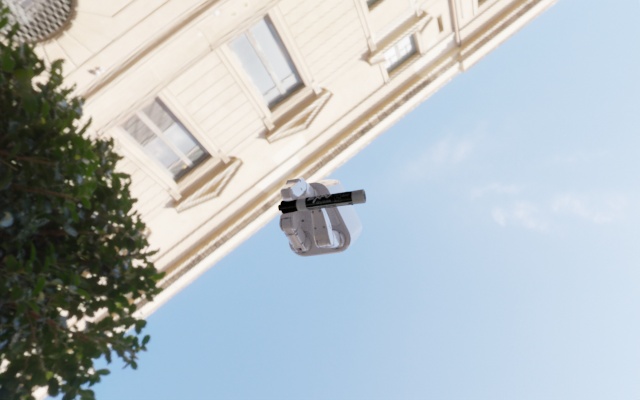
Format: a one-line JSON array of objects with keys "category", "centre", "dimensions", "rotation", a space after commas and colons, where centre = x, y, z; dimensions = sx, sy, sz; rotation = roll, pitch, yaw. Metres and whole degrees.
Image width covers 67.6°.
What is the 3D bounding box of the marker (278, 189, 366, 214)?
[{"category": "marker", "centre": [0.000, 0.002, 0.634], "dimensions": [0.121, 0.020, 0.020], "rotation": [-8, -3, 18]}]
